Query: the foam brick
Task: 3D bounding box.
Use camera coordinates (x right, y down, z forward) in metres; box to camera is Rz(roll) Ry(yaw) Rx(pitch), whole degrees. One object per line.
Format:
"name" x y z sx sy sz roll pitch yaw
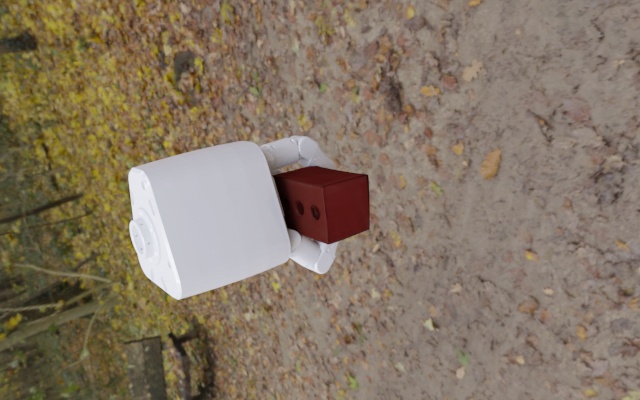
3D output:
"foam brick" 0.000 0.001 0.435 0.051 0.053 0.078 -17 19 -37
